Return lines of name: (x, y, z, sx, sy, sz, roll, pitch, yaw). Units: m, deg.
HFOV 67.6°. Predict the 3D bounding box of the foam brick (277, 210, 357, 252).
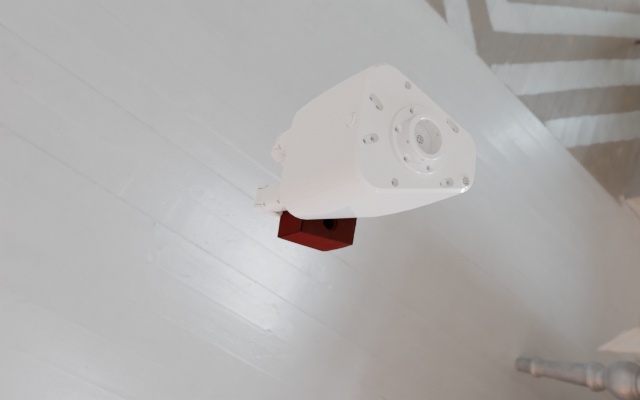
foam brick: (0.000, 0.002, 0.432, 0.053, 0.078, 0.051, 17, -17, -26)
